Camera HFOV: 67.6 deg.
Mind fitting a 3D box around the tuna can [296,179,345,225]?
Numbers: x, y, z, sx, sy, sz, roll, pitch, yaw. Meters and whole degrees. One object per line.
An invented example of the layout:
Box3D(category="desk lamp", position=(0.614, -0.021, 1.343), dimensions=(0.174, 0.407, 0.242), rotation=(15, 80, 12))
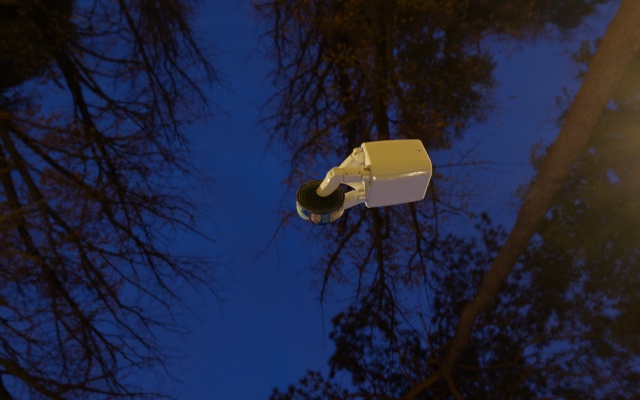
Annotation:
Box3D(category="tuna can", position=(0.000, 0.003, 0.843), dimensions=(0.086, 0.034, 0.086), rotation=(1, 44, -1))
